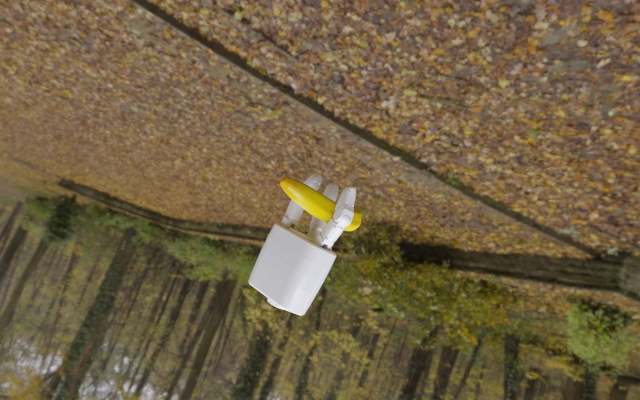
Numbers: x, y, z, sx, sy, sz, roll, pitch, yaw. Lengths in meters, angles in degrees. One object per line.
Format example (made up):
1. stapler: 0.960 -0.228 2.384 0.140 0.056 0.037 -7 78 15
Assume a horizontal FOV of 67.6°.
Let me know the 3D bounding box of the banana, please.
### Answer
1. banana: 0.014 0.013 0.744 0.069 0.037 0.198 40 10 36
